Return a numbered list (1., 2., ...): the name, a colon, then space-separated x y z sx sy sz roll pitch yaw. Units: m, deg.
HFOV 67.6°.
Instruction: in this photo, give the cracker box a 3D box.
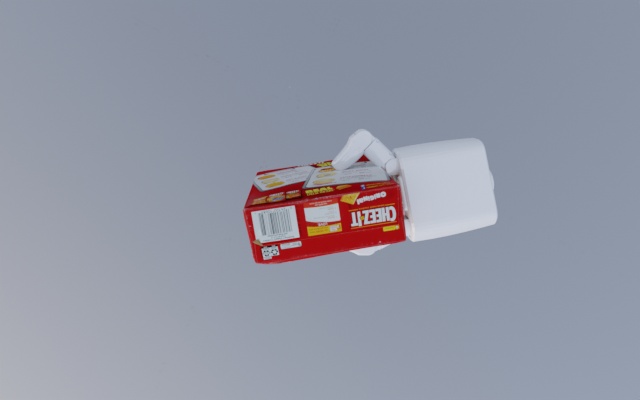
1. cracker box: 0.000 0.002 0.590 0.164 0.072 0.213 -9 14 -1
